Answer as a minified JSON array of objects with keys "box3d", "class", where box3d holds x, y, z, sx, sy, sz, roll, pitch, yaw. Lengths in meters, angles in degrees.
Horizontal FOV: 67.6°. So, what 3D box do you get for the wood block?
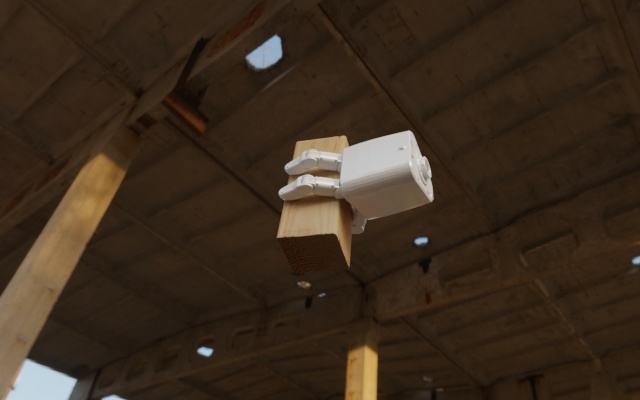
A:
[{"box3d":[0.001,0.003,0.757,0.090,0.206,0.091,-6,-44,15],"class":"wood block"}]
